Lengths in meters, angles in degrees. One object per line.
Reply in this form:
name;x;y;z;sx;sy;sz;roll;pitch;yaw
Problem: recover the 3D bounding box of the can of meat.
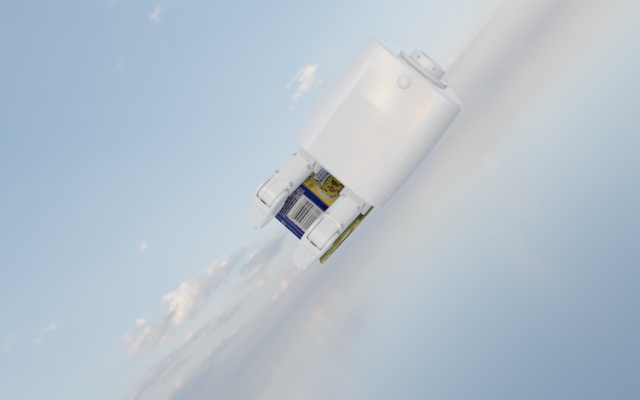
can of meat;0.000;0.001;0.462;0.084;0.057;0.102;41;27;6
